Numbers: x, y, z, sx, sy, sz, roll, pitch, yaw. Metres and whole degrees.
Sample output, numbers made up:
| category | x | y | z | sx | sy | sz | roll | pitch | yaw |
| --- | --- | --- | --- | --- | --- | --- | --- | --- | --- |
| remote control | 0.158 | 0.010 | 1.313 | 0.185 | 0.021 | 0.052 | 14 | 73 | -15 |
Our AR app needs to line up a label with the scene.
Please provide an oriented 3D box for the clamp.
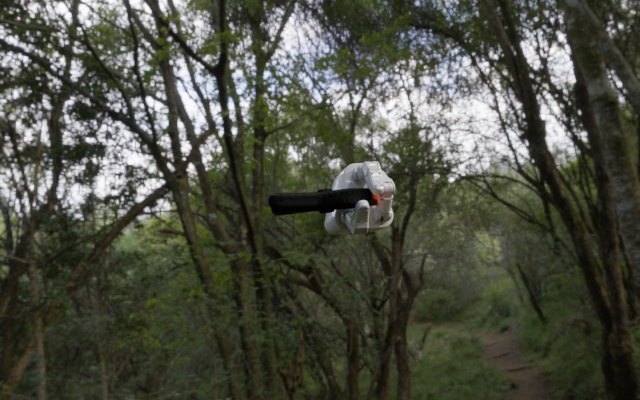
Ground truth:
| category | x | y | z | sx | sy | sz | roll | pitch | yaw |
| --- | --- | --- | --- | --- | --- | --- | --- | --- | --- |
| clamp | 0.000 | 0.002 | 0.732 | 0.171 | 0.039 | 0.120 | -2 | 0 | -13 |
